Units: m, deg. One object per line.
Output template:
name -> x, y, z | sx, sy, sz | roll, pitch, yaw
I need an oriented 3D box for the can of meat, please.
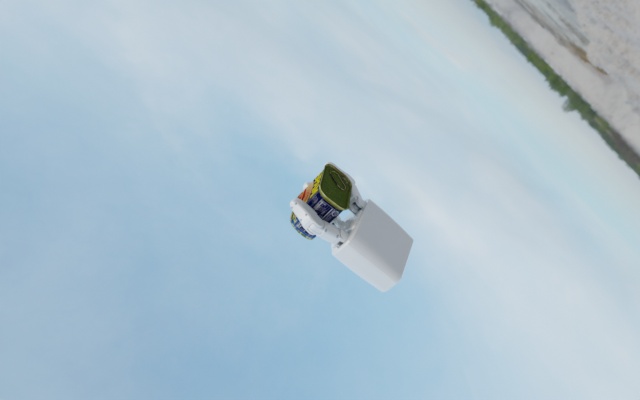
can of meat -> 0.000, 0.003, 0.761 | 0.057, 0.084, 0.102 | 37, 29, -14
